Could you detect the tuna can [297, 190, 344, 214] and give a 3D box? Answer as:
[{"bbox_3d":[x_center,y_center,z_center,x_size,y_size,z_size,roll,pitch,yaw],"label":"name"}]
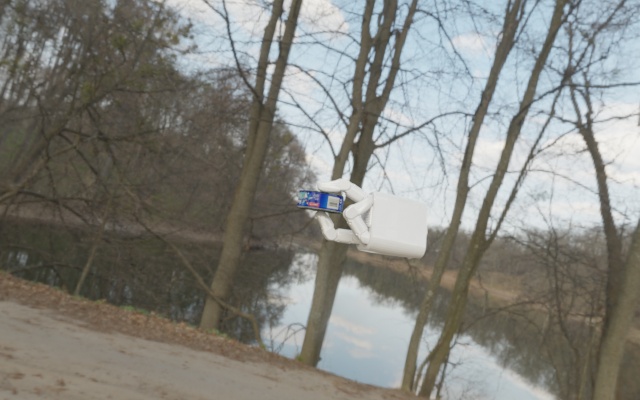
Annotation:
[{"bbox_3d":[0.000,0.002,0.890,0.086,0.034,0.086,8,-4,1],"label":"tuna can"}]
